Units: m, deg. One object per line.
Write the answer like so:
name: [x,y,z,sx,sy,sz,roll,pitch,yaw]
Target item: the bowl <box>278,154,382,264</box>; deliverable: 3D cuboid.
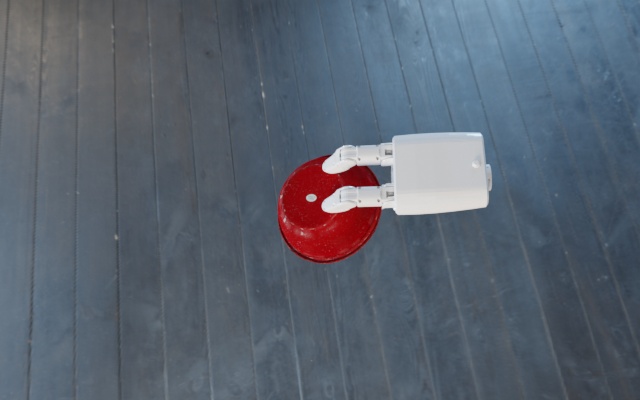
bowl: [-0.001,0.002,0.657,0.162,0.162,0.055,0,-17,26]
